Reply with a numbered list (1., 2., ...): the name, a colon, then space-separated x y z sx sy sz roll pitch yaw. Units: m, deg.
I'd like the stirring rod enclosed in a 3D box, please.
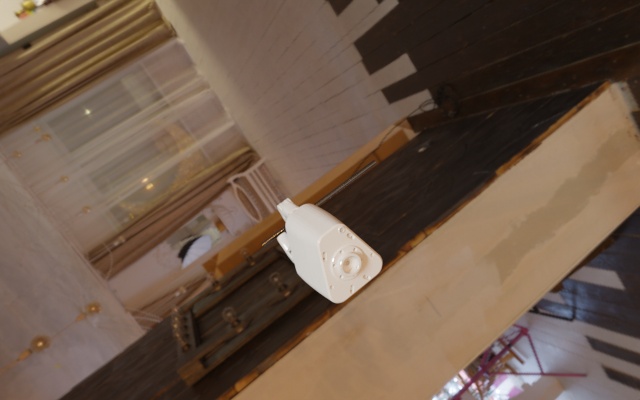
1. stirring rod: 0.000 0.003 0.799 0.239 0.011 0.011 -36 10 -14
